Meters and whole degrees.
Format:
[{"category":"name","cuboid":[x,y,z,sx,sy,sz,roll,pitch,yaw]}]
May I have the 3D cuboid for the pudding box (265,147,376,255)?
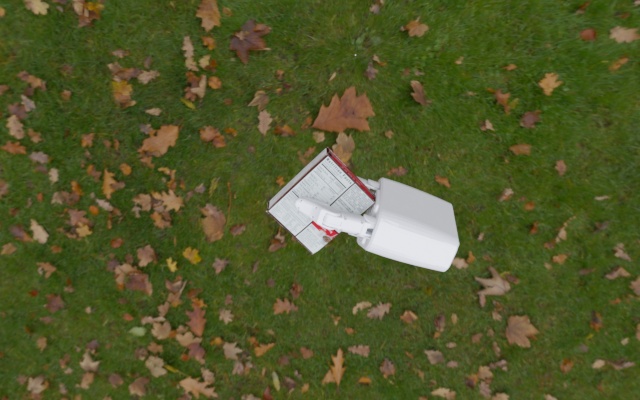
[{"category":"pudding box","cuboid":[0.000,0.002,0.613,0.113,0.090,0.039,-42,14,12]}]
